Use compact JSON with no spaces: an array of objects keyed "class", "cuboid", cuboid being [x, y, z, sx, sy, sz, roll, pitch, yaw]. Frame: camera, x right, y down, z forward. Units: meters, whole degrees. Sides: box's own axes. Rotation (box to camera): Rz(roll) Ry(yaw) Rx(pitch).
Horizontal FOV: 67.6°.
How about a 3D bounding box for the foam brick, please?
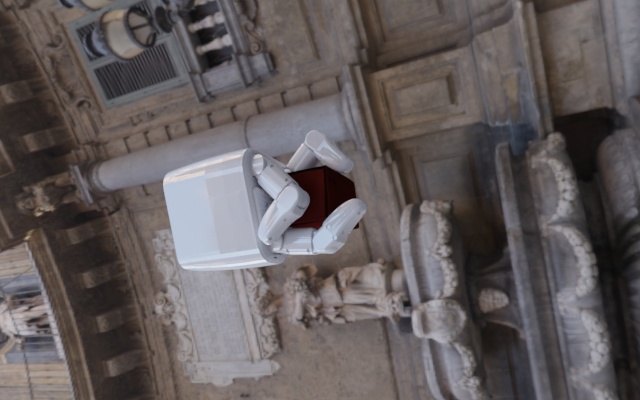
[{"class":"foam brick","cuboid":[0.000,0.002,0.487,0.051,0.053,0.078,-11,-16,24]}]
